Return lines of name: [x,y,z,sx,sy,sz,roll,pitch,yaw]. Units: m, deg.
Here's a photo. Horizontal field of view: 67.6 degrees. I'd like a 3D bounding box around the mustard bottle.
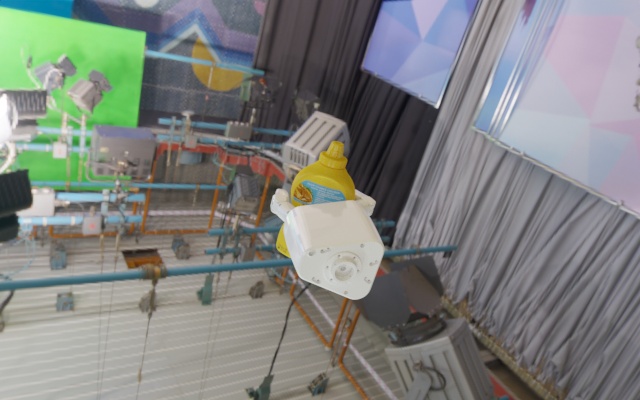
mustard bottle: [0.000,0.002,0.724,0.096,0.192,0.058,19,22,5]
